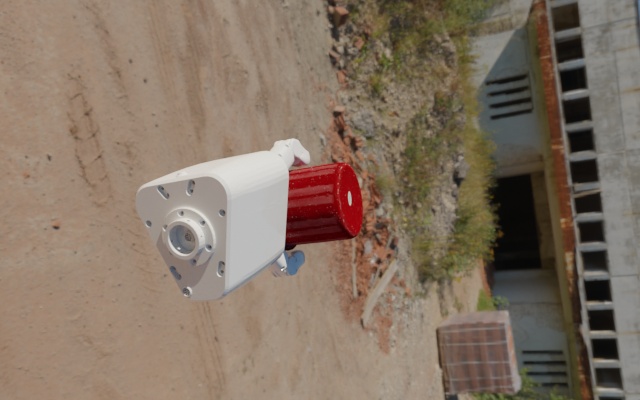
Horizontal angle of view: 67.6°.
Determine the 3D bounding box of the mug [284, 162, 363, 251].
[{"bbox_3d":[0.001,0.001,0.526,0.081,0.093,0.117,-8,10,22],"label":"mug"}]
